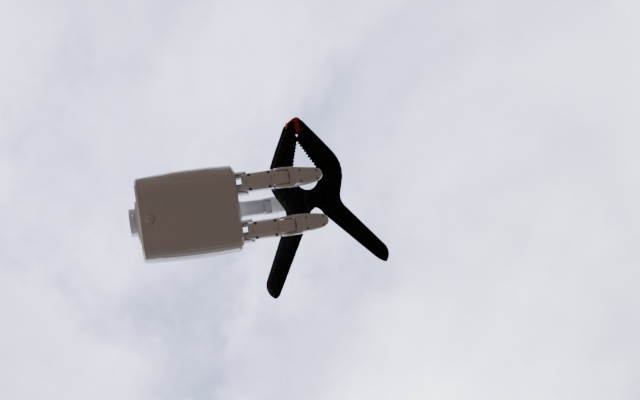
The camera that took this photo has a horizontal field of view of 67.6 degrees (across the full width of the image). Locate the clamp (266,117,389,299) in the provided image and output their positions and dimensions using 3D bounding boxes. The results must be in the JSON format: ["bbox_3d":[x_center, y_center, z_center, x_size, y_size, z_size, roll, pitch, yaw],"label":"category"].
[{"bbox_3d":[-0.001,0.001,0.590,0.164,0.210,0.036,-8,-2,-23],"label":"clamp"}]
